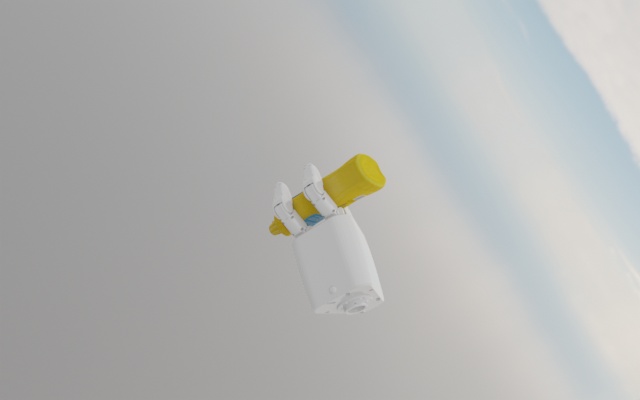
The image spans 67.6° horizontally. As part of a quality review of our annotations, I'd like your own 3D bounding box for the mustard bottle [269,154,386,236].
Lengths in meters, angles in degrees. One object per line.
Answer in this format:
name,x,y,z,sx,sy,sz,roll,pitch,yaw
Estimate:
mustard bottle,0.000,0.002,0.714,0.192,0.058,0.096,-32,-9,22
